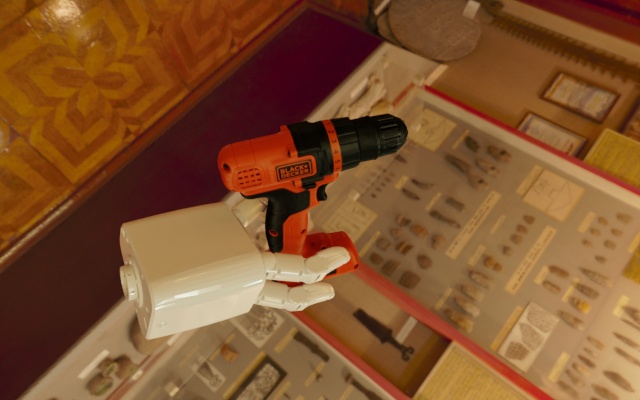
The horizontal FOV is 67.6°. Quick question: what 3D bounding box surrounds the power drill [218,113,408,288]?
[{"bbox_3d":[0.000,0.002,0.500,0.184,0.188,0.057,-12,40,-7],"label":"power drill"}]
